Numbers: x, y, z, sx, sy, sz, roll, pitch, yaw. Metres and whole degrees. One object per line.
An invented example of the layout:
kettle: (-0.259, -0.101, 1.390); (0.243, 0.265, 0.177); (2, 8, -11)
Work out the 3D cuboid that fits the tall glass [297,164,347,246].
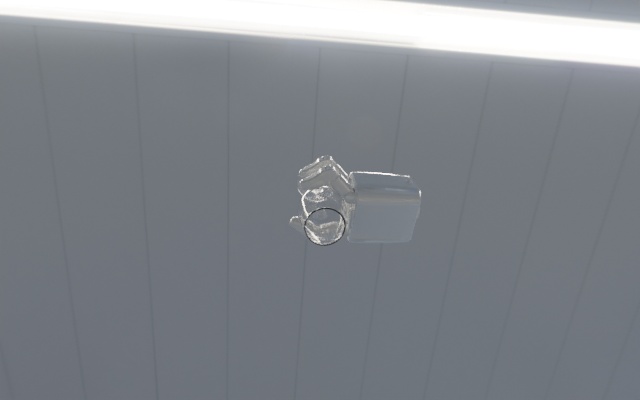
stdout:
tall glass: (0.000, 0.002, 0.795); (0.079, 0.079, 0.201); (0, 22, -4)
